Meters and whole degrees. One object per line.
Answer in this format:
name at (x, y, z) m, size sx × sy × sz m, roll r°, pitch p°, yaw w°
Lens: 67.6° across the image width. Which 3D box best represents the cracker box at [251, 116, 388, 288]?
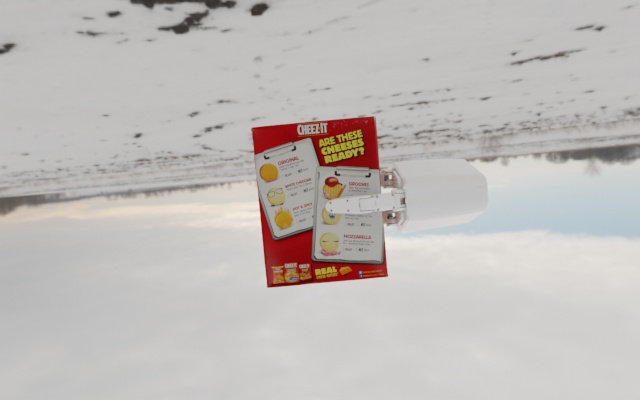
cracker box at (0.000, 0.002, 0.652) m, size 0.164 × 0.214 × 0.072 m, roll -5°, pitch 3°, yaw -1°
